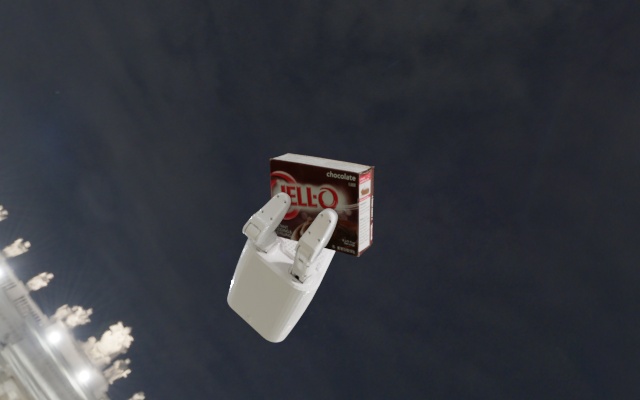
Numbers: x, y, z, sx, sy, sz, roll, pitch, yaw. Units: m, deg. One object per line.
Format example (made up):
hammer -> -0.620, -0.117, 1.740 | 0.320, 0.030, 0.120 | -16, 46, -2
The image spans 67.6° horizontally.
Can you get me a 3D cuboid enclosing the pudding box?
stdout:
pudding box -> 0.000, 0.002, 0.509 | 0.113, 0.090, 0.039 | 10, 23, 29
